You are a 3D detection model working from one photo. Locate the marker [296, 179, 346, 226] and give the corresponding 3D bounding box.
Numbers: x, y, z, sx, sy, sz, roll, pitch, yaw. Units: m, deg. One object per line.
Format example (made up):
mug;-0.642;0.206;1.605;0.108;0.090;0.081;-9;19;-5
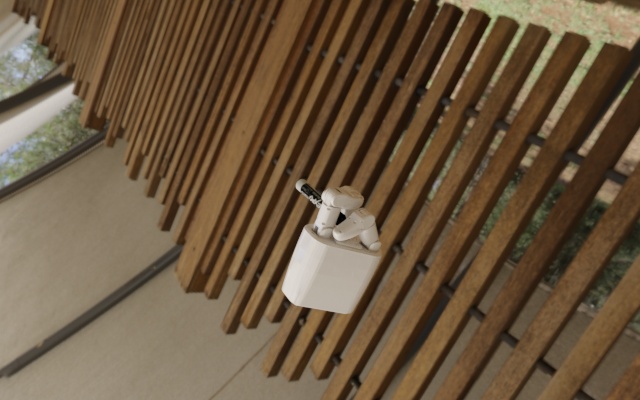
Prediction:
marker;0.000;0.002;0.692;0.020;0.020;0.121;0;27;-34
